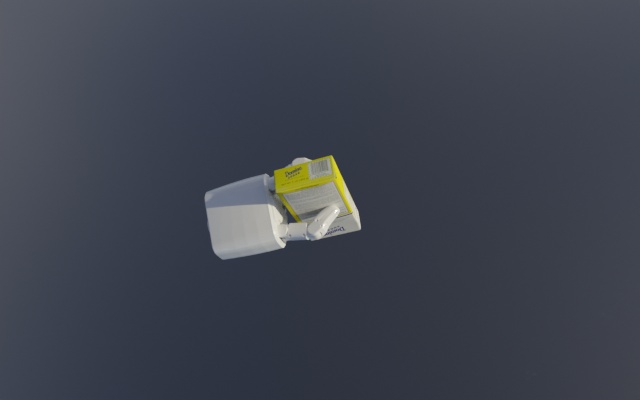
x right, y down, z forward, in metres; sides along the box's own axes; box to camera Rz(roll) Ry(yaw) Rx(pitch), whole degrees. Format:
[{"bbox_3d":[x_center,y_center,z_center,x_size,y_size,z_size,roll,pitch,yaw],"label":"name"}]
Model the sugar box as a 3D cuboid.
[{"bbox_3d":[0.000,0.002,0.757,0.093,0.048,0.176,-13,-29,10],"label":"sugar box"}]
